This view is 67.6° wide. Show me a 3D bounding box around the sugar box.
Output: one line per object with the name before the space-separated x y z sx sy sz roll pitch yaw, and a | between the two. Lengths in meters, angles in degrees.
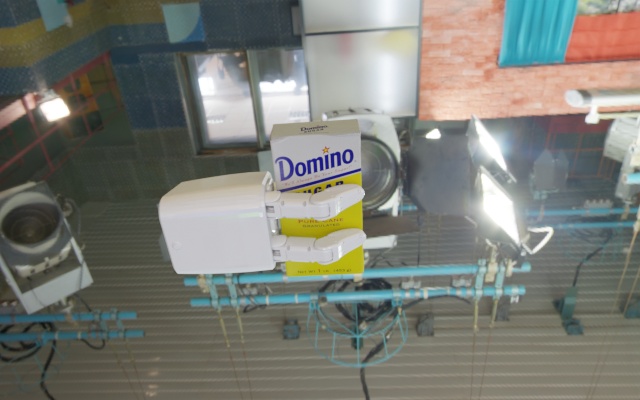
sugar box | 0.000 0.002 0.527 0.093 0.176 0.048 -4 31 2
